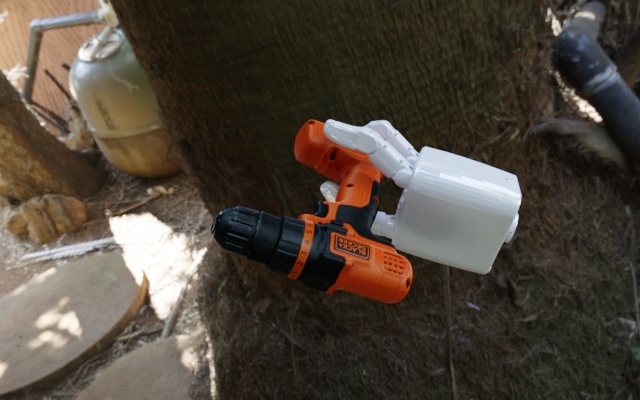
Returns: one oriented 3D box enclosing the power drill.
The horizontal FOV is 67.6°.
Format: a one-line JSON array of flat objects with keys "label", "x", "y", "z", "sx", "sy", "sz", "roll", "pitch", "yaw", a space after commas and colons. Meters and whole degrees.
[{"label": "power drill", "x": 0.000, "y": 0.001, "z": 0.473, "sx": 0.184, "sy": 0.187, "sz": 0.057, "roll": 20, "pitch": -46, "yaw": -12}]
